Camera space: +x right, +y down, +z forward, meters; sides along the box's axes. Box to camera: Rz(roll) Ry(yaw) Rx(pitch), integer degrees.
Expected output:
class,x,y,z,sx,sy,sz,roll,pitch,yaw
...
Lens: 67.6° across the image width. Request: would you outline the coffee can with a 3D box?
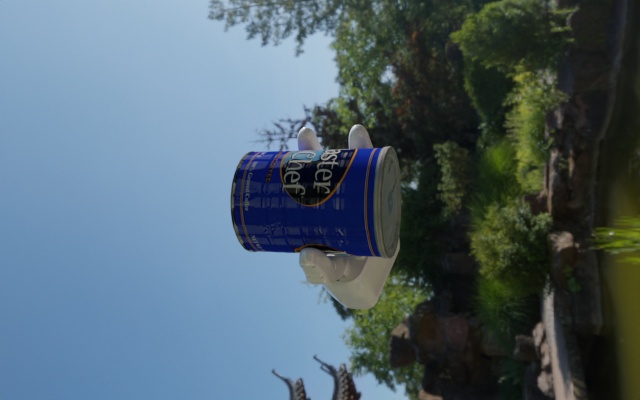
class,x,y,z,sx,sy,sz,roll,pitch,yaw
coffee can,0.000,0.001,0.459,0.140,0.103,0.103,0,0,19
